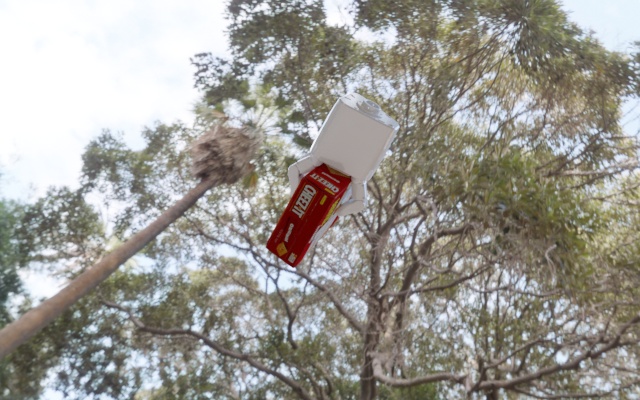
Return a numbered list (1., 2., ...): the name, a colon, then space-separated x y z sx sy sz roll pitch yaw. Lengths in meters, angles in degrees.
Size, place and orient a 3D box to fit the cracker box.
1. cracker box: 0.000 0.003 0.877 0.072 0.164 0.213 34 29 8
